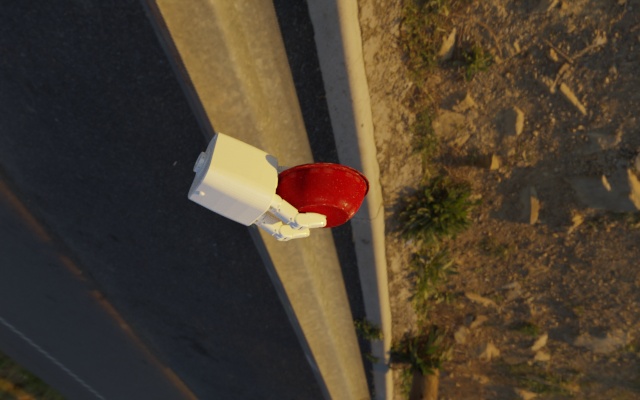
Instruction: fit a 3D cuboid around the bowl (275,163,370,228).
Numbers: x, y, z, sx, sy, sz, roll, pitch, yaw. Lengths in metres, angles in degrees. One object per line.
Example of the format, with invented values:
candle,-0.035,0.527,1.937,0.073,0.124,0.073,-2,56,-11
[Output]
bowl,0.001,0.003,0.776,0.162,0.055,0.162,0,-27,0
